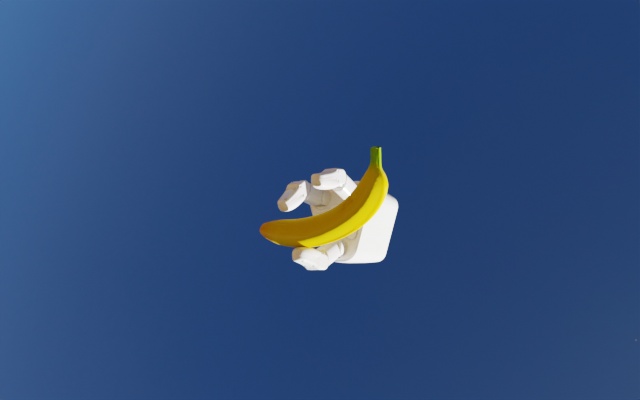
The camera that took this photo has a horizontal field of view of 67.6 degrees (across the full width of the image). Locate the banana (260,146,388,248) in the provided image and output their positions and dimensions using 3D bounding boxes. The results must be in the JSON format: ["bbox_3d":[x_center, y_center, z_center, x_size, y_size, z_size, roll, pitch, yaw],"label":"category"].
[{"bbox_3d":[0.010,0.016,0.572,0.198,0.069,0.037,-34,-20,27],"label":"banana"}]
